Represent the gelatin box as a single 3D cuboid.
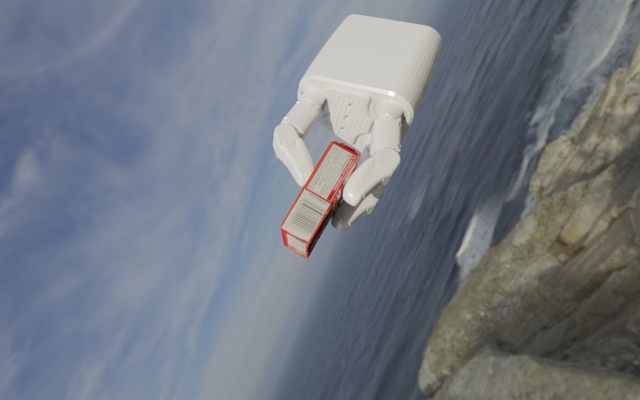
[{"bbox_3d":[-0.001,0.001,0.415,0.030,0.089,0.073,29,-15,6],"label":"gelatin box"}]
